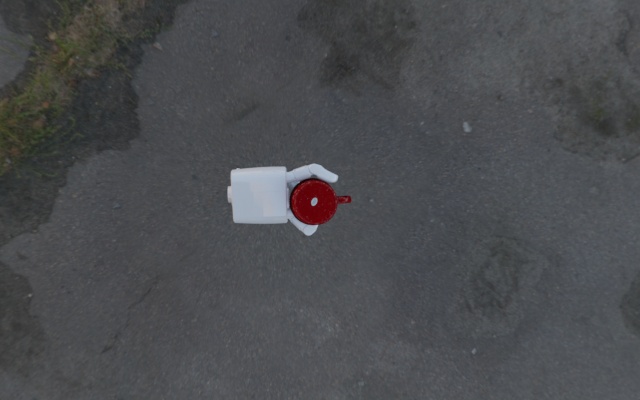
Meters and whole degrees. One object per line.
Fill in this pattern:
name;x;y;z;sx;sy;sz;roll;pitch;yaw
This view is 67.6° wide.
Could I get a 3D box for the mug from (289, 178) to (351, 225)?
mug;0.002;0.003;0.898;0.117;0.093;0.081;-2;2;-4
